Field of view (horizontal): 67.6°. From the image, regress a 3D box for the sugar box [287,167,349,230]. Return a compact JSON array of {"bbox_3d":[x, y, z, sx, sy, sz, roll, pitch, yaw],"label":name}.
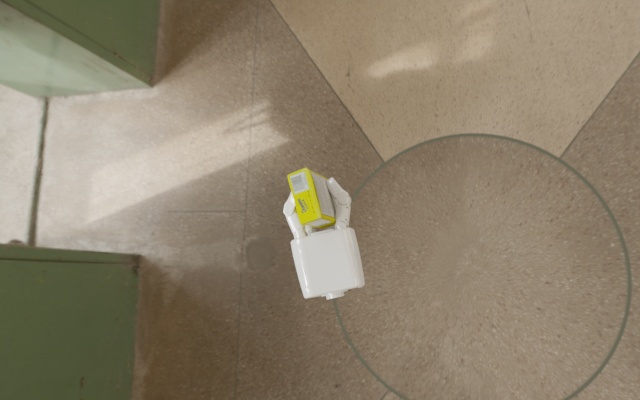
[{"bbox_3d":[0.000,0.003,0.884,0.048,0.093,0.176,-18,-13,14],"label":"sugar box"}]
